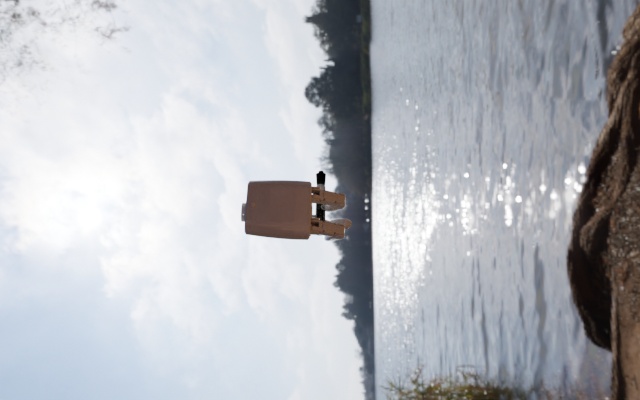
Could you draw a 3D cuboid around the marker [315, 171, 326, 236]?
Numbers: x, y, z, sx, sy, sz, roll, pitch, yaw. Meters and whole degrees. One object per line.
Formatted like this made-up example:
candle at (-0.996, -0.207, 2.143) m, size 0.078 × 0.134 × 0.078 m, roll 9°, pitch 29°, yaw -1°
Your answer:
marker at (0.000, 0.003, 0.857) m, size 0.020 × 0.121 × 0.020 m, roll 1°, pitch -20°, yaw 0°
